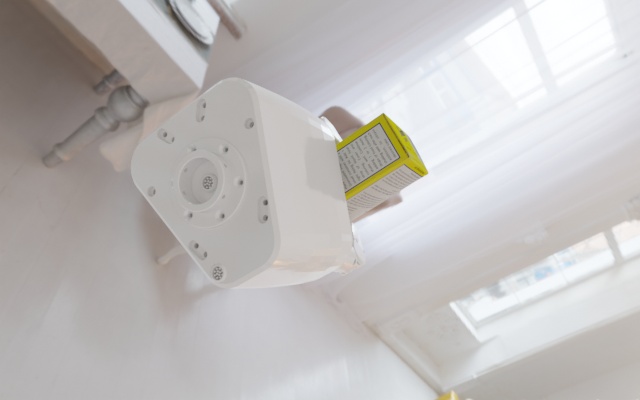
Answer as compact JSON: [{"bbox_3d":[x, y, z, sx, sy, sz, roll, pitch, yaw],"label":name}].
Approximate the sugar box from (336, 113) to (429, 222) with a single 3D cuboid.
[{"bbox_3d":[0.000,0.001,0.402,0.176,0.048,0.093,-30,-15,17],"label":"sugar box"}]
